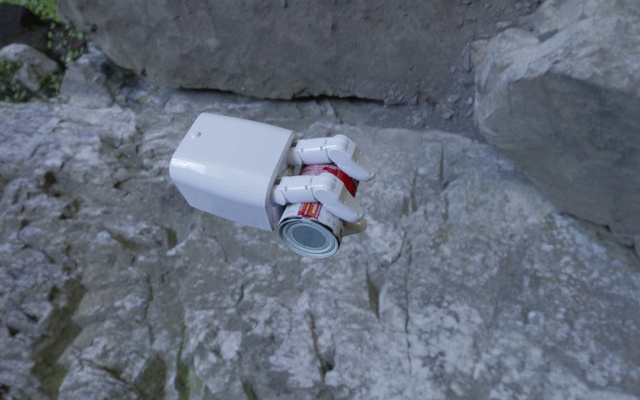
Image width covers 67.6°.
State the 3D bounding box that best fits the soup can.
[{"bbox_3d":[0.000,0.002,0.508,0.068,0.102,0.069,12,-38,10],"label":"soup can"}]
